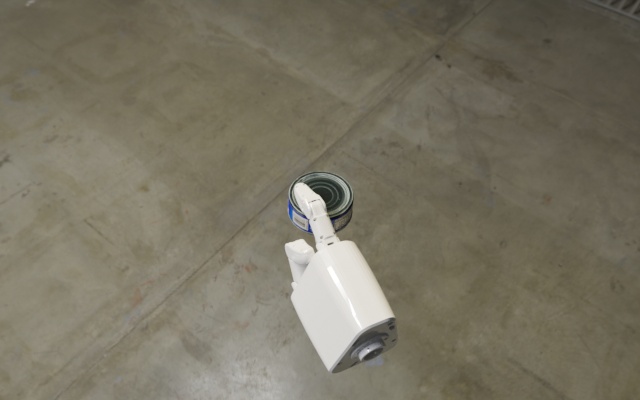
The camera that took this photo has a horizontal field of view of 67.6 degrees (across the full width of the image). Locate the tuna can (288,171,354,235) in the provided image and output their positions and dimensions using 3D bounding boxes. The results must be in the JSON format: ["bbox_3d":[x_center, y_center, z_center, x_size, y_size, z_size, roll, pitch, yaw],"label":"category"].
[{"bbox_3d":[0.000,0.002,0.619,0.086,0.086,0.034,0,-42,-2],"label":"tuna can"}]
